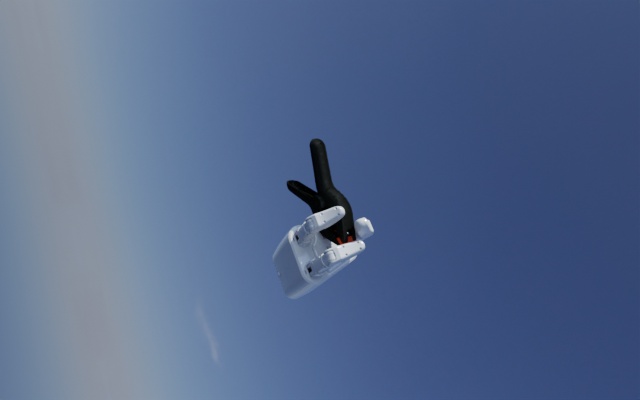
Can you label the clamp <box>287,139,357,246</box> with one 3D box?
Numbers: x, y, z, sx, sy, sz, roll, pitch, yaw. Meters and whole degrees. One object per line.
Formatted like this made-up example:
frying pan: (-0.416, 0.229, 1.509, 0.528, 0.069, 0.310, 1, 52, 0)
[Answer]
clamp: (0.001, 0.002, 0.753, 0.039, 0.171, 0.120, -11, -20, -29)
